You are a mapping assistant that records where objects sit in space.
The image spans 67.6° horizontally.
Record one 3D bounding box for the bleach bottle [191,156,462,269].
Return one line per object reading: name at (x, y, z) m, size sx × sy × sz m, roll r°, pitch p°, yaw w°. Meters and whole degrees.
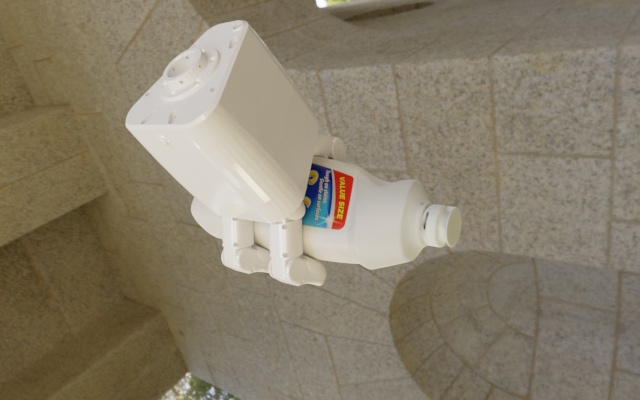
bleach bottle at (0.000, 0.001, 0.421) m, size 0.251 × 0.102 × 0.068 m, roll 6°, pitch -32°, yaw 37°
